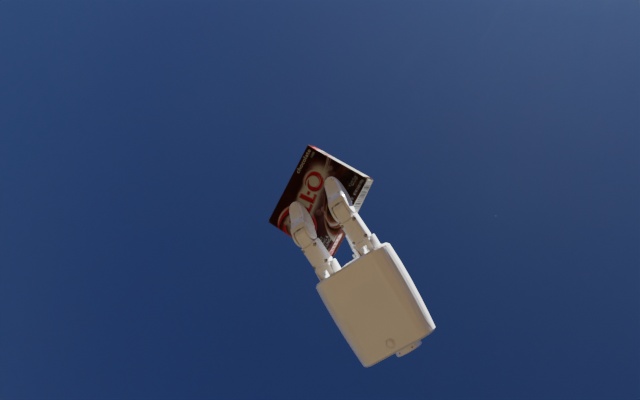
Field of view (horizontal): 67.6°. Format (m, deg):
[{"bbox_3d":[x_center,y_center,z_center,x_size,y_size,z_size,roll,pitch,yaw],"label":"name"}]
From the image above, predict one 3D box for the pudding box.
[{"bbox_3d":[0.000,0.002,0.590,0.090,0.113,0.039,31,8,20],"label":"pudding box"}]
